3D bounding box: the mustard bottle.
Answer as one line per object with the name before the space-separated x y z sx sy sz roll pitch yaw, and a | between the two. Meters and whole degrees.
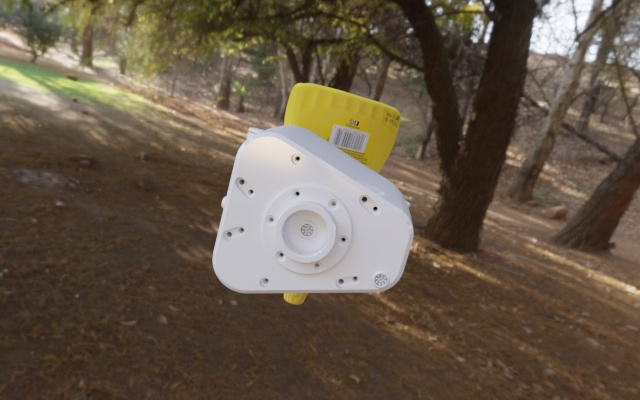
mustard bottle | 0.000 0.001 0.422 0.096 0.191 0.058 11 10 -22
